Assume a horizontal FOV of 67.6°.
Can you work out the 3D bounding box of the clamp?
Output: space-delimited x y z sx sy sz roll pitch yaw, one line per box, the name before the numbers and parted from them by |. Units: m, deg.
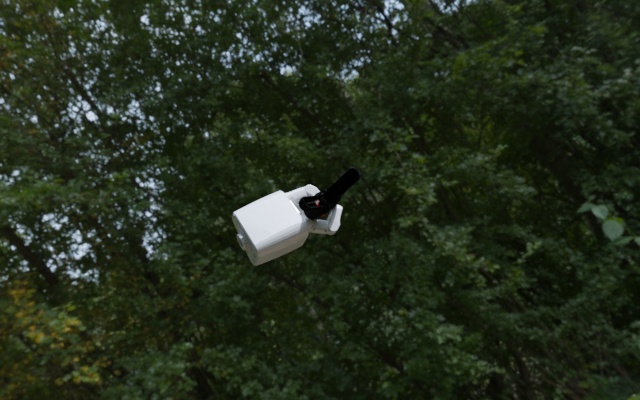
clamp | 0.000 0.002 0.864 0.120 0.039 0.171 -24 -15 -22
